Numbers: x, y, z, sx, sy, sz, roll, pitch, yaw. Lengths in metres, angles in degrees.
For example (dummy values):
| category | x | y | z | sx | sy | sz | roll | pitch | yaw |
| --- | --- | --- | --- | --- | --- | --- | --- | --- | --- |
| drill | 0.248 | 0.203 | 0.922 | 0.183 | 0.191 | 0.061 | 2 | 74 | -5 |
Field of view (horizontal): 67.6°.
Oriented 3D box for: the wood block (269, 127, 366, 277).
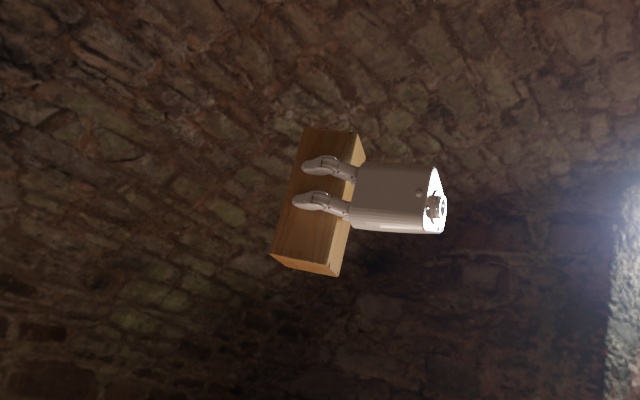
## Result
| category | x | y | z | sx | sy | sz | roll | pitch | yaw |
| --- | --- | --- | --- | --- | --- | --- | --- | --- | --- |
| wood block | 0.001 | 0.002 | 0.739 | 0.090 | 0.206 | 0.091 | 9 | -18 | 17 |
